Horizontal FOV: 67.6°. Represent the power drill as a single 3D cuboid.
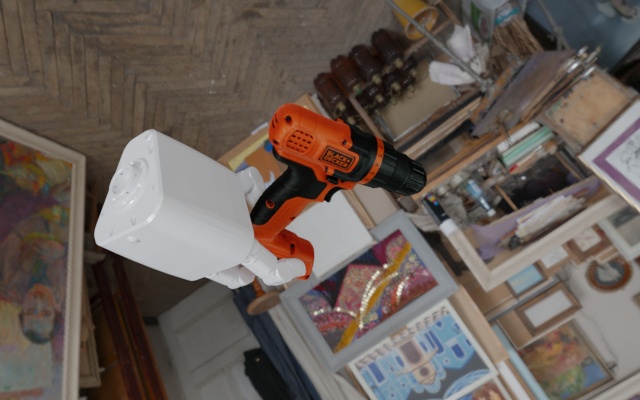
[{"bbox_3d":[0.000,0.002,0.518,0.184,0.188,0.057,21,29,-25],"label":"power drill"}]
